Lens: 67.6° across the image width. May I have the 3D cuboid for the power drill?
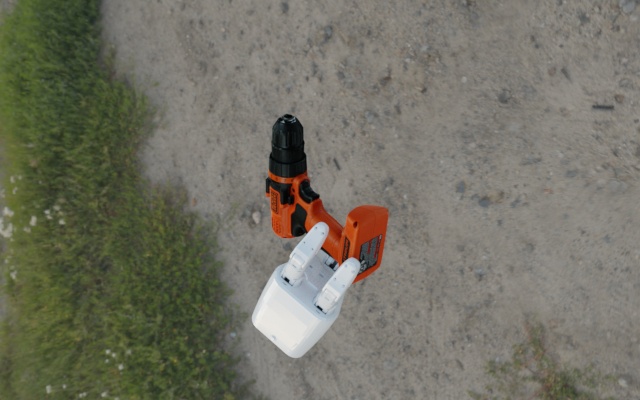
[{"bbox_3d":[0.000,0.002,0.602,0.057,0.185,0.187,-24,43,-31],"label":"power drill"}]
